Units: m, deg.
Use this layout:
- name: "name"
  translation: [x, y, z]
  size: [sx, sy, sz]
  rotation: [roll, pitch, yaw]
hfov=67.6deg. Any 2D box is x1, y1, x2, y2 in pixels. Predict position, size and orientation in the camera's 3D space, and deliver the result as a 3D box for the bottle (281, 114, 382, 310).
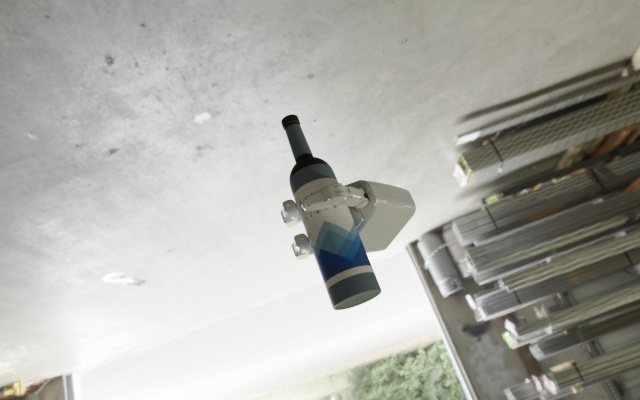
- name: "bottle"
  translation: [0.000, 0.002, 0.670]
  size: [0.069, 0.295, 0.069]
  rotation: [-17, -24, -8]
